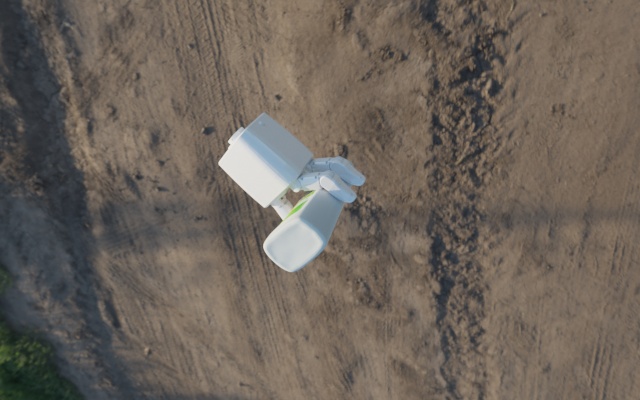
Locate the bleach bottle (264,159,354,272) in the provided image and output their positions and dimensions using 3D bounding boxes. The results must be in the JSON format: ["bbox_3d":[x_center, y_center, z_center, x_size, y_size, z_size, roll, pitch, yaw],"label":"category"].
[{"bbox_3d":[0.000,0.003,0.771,0.103,0.068,0.250,-40,11,33],"label":"bleach bottle"}]
